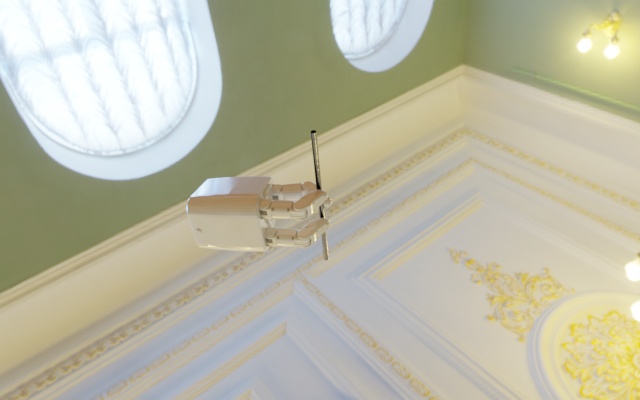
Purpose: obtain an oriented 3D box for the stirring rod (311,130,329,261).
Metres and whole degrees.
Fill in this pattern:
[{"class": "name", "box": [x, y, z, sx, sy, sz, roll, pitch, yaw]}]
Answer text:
[{"class": "stirring rod", "box": [0.000, 0.002, 0.706, 0.011, 0.240, 0.011, -3, 39, 3]}]
